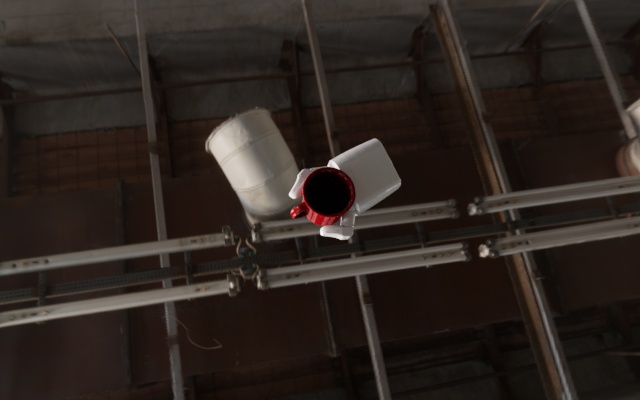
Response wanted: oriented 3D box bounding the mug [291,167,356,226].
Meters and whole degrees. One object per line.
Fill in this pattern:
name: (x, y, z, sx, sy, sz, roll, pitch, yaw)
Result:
mug: (-0.001, 0.004, 0.858, 0.117, 0.093, 0.081, -28, -12, -15)
